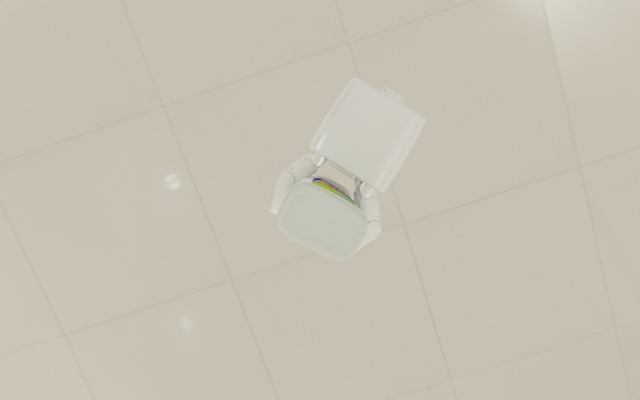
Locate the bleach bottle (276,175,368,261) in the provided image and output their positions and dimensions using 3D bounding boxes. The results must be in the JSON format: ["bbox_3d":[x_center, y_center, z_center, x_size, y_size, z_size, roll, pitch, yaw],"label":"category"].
[{"bbox_3d":[0.000,0.002,0.642,0.102,0.068,0.250,29,9,-7],"label":"bleach bottle"}]
